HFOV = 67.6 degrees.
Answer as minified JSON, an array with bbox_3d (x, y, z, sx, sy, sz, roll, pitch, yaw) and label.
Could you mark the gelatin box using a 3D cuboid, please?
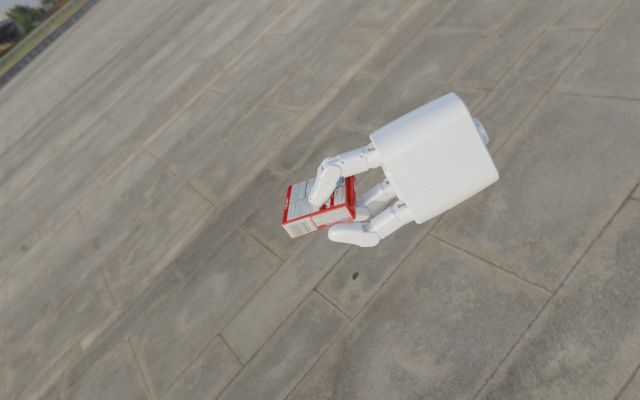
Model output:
[{"bbox_3d":[0.000,0.002,0.588,0.089,0.030,0.073,-18,38,19],"label":"gelatin box"}]
